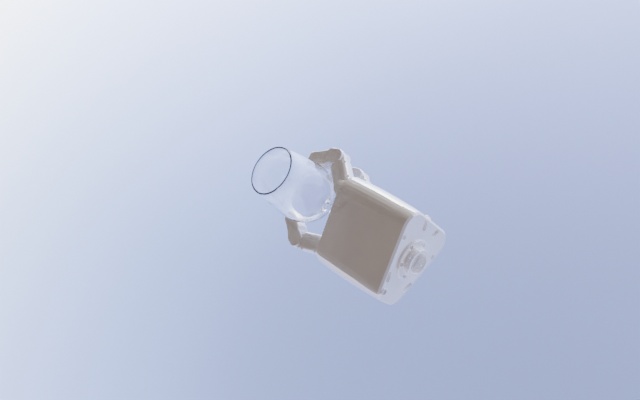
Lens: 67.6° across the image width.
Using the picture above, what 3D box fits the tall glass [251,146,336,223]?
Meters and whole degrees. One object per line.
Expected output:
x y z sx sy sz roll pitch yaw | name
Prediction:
0.000 0.002 0.625 0.079 0.079 0.201 0 -22 39 | tall glass
